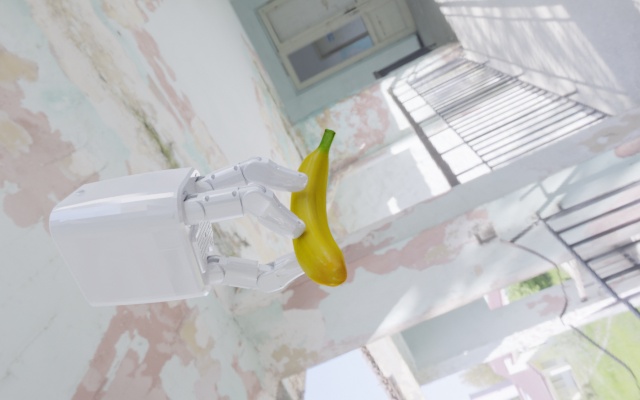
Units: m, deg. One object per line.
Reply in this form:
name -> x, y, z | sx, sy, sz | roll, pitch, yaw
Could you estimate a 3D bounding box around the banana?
banana -> -0.005, 0.012, 0.439 | 0.037, 0.070, 0.197 | 11, 41, -14
